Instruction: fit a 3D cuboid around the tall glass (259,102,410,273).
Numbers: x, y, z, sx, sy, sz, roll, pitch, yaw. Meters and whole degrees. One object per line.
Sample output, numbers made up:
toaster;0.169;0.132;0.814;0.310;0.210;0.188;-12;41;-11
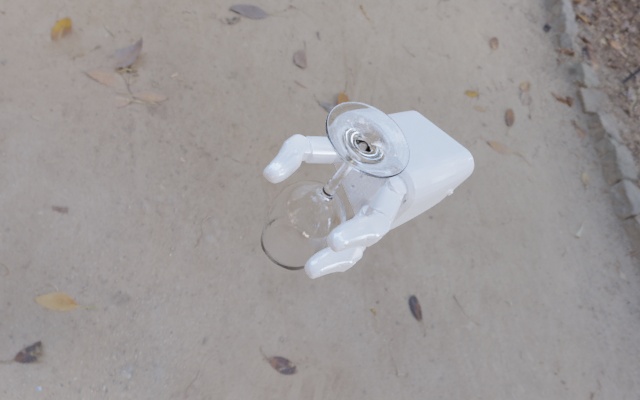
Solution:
tall glass;0.000;0.001;0.450;0.079;0.079;0.201;0;-31;-27
